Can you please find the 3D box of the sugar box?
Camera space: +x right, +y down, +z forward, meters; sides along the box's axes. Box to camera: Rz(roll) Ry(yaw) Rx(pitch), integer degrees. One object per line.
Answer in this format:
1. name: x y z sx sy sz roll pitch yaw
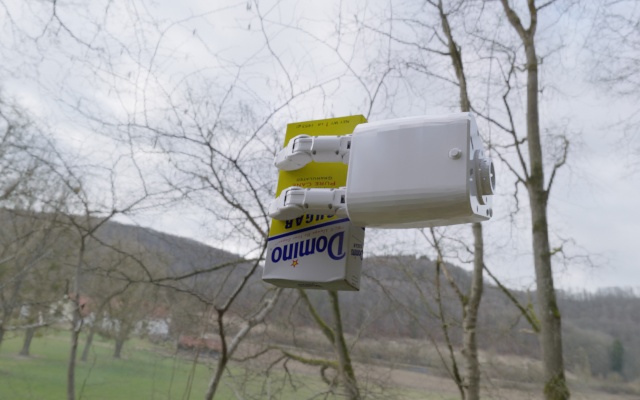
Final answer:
1. sugar box: 0.000 0.001 0.493 0.093 0.176 0.048 -3 -24 26
